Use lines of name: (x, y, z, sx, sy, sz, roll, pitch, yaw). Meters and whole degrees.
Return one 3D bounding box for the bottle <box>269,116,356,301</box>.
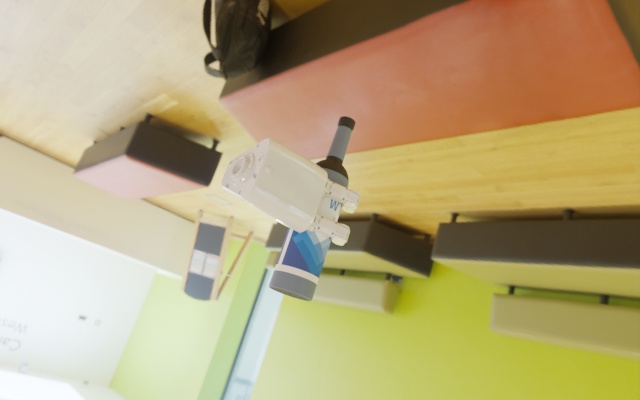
bottle: (0.000, 0.003, 0.736, 0.069, 0.295, 0.069, 17, -18, 5)
